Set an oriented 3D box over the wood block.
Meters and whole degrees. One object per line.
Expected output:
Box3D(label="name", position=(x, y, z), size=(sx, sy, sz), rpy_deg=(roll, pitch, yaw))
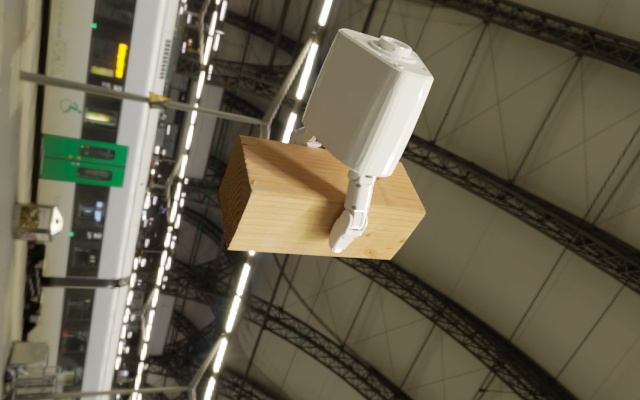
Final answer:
Box3D(label="wood block", position=(0.000, 0.002, 0.543), size=(0.206, 0.090, 0.090), rpy_deg=(7, -46, -26))
